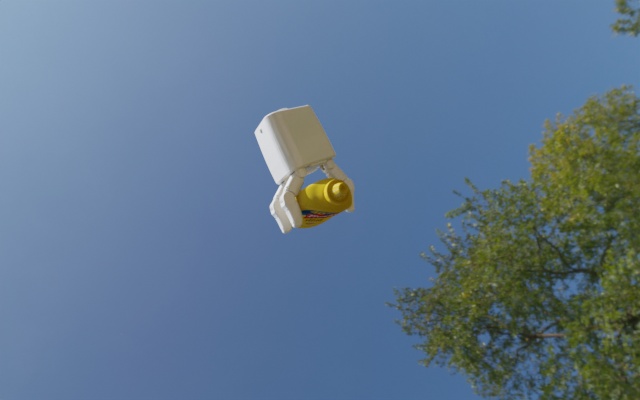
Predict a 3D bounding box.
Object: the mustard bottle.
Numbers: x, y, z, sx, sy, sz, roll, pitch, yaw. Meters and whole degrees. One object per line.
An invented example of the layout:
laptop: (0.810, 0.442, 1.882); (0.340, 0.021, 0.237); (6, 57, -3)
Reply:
mustard bottle: (0.000, 0.003, 0.818); (0.096, 0.058, 0.192); (1, -15, -22)
